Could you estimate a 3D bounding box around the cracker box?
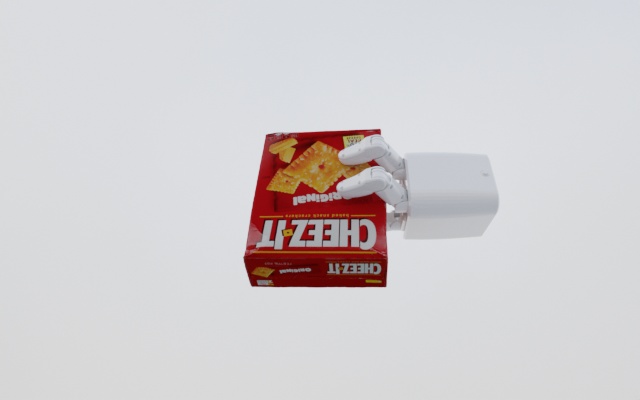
[{"bbox_3d":[0.000,0.002,0.609,0.164,0.213,0.072,-1,-41,5],"label":"cracker box"}]
